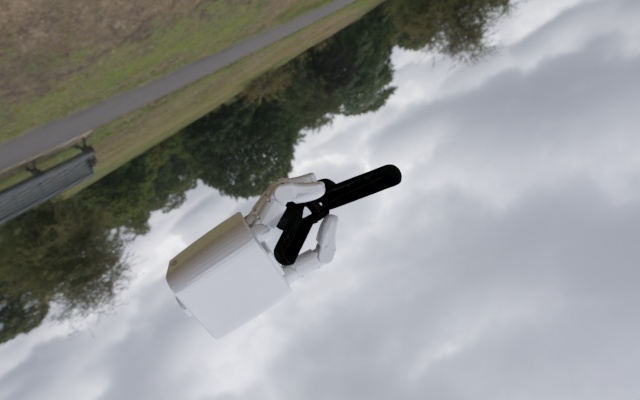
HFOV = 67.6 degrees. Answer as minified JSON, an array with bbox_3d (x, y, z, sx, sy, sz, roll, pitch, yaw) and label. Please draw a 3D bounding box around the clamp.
[{"bbox_3d":[0.000,0.003,0.584,0.164,0.036,0.210,-33,14,-7],"label":"clamp"}]
